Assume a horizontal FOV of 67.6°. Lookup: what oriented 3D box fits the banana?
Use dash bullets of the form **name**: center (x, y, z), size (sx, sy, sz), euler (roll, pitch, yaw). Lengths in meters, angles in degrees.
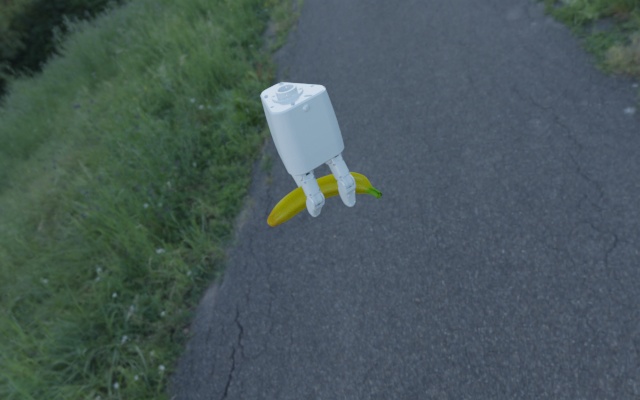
- **banana**: center (0.000, -0.009, 0.817), size (0.198, 0.037, 0.069), euler (-17, 39, 1)
